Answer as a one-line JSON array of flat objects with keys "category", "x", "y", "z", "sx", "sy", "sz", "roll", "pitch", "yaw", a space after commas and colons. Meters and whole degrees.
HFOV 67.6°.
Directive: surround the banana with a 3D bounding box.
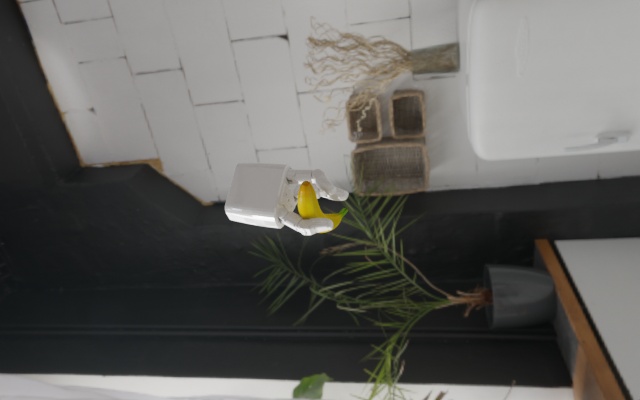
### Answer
[{"category": "banana", "x": -0.005, "y": 0.021, "z": 0.876, "sx": 0.037, "sy": 0.069, "sz": 0.198, "roll": 16, "pitch": -8, "yaw": 25}]
